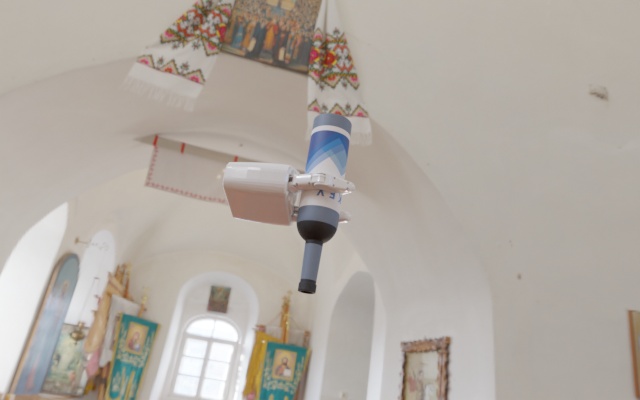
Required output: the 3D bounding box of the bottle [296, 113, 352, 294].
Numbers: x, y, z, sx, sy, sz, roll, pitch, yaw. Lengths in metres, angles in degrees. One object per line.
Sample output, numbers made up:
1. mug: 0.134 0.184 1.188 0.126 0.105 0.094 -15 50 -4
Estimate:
1. bottle: 0.000 0.002 0.771 0.069 0.295 0.069 8 -21 3
